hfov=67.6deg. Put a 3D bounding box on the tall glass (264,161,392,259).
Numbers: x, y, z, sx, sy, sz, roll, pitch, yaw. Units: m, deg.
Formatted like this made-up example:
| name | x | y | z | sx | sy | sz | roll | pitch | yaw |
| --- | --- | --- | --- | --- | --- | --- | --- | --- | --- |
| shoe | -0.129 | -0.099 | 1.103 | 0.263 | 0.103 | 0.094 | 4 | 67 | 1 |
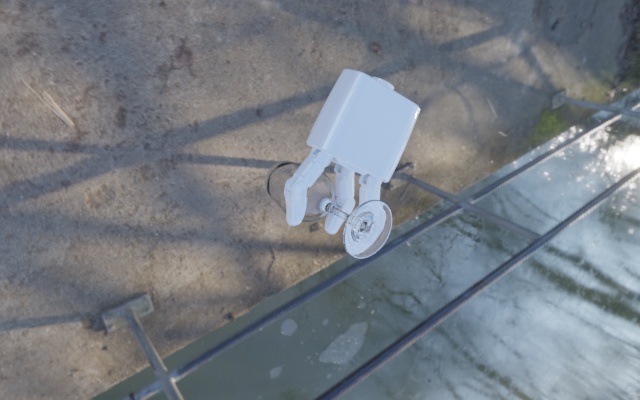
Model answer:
| name | x | y | z | sx | sy | sz | roll | pitch | yaw |
| --- | --- | --- | --- | --- | --- | --- | --- | --- | --- |
| tall glass | 0.000 | 0.002 | 0.634 | 0.079 | 0.079 | 0.201 | 0 | 19 | -37 |
